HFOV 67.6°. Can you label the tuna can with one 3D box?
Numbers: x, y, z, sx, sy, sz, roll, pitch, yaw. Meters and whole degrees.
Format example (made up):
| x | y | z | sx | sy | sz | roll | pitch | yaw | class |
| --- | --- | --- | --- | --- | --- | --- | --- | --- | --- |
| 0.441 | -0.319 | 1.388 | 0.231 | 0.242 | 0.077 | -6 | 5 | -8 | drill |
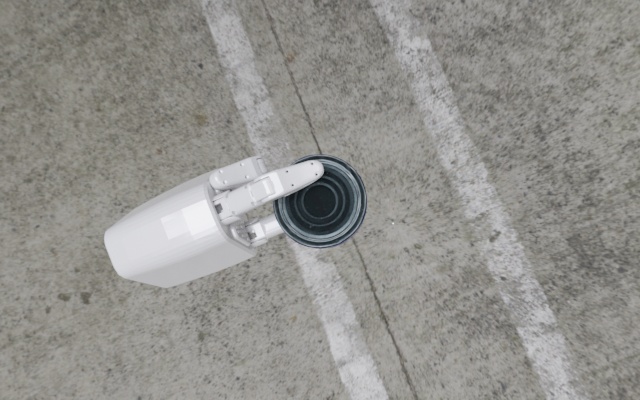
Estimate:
| x | y | z | sx | sy | sz | roll | pitch | yaw | class |
| --- | --- | --- | --- | --- | --- | --- | --- | --- | --- |
| 0.000 | 0.001 | 0.436 | 0.086 | 0.086 | 0.034 | 0 | -5 | 3 | tuna can |
